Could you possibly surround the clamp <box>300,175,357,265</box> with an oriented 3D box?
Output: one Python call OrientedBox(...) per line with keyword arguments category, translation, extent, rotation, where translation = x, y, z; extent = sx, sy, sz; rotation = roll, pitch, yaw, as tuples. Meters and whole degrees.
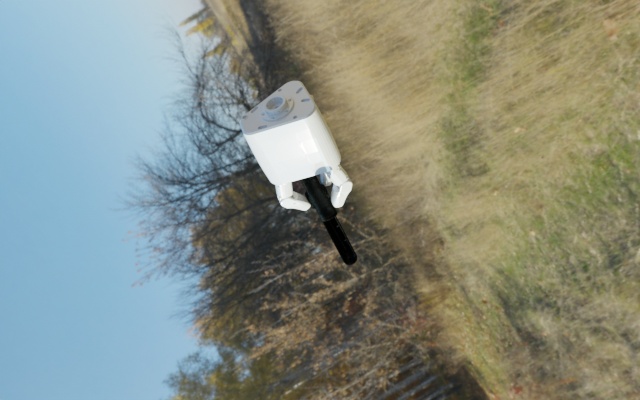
OrientedBox(category="clamp", translation=(-0.001, 0.002, 0.792), extent=(0.036, 0.209, 0.165), rotation=(-27, -43, -2))
